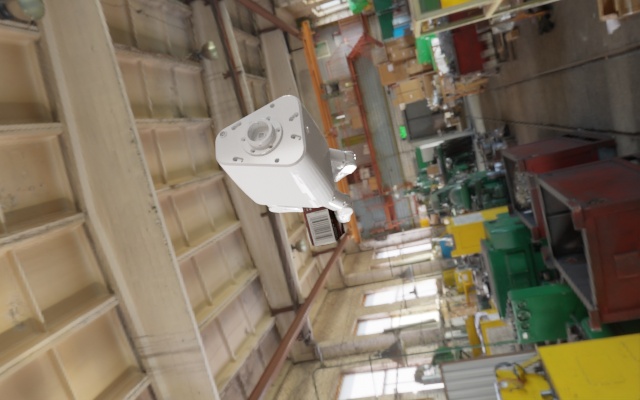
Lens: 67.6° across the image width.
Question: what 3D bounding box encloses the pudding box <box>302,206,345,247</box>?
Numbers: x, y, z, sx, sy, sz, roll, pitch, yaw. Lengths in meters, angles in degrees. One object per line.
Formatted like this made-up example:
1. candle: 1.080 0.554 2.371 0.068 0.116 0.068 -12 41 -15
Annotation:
1. pudding box: 0.000 0.002 0.671 0.039 0.113 0.090 -12 2 12
